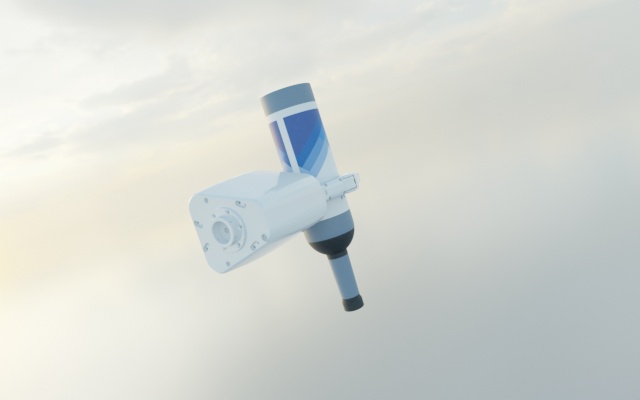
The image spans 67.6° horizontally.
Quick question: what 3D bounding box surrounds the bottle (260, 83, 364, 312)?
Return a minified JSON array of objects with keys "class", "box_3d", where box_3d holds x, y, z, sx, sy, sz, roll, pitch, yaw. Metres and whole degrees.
[{"class":"bottle","box_3d":[0.000,0.002,0.615,0.069,0.296,0.069,-18,6,2]}]
